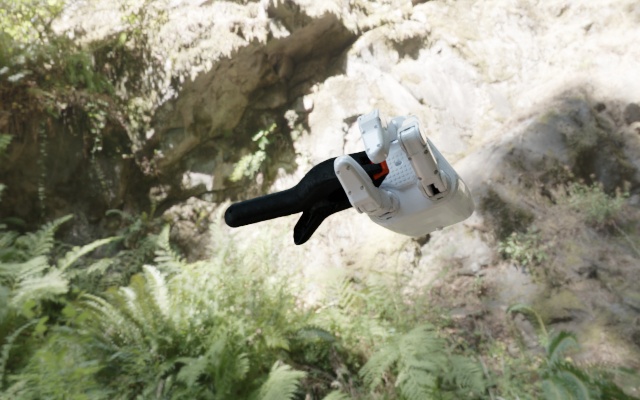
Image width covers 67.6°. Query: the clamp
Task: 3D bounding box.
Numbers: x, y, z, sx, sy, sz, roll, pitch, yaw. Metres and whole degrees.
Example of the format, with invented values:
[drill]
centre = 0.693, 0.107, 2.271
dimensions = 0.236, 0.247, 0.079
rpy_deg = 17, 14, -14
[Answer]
[clamp]
centre = 0.000, 0.001, 0.496
dimensions = 0.171, 0.039, 0.120
rpy_deg = -23, -23, 22
